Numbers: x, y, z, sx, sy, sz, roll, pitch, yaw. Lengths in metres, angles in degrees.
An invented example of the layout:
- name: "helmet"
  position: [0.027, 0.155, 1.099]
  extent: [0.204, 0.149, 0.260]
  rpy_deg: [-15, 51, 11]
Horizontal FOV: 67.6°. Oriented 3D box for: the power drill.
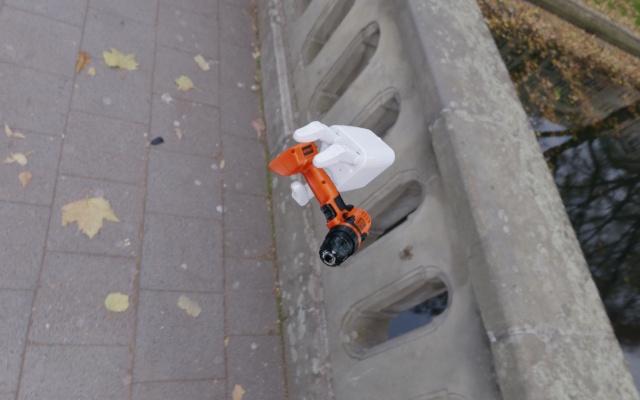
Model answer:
- name: "power drill"
  position: [0.000, 0.002, 0.746]
  extent: [0.057, 0.187, 0.184]
  rpy_deg: [-33, 3, 22]
